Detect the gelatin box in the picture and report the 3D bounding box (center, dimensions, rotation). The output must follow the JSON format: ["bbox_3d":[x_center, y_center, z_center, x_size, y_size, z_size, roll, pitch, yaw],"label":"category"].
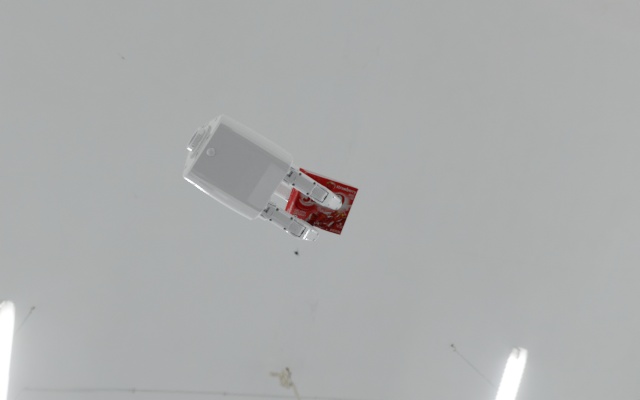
[{"bbox_3d":[0.000,0.002,0.678,0.089,0.073,0.030,17,8,-26],"label":"gelatin box"}]
